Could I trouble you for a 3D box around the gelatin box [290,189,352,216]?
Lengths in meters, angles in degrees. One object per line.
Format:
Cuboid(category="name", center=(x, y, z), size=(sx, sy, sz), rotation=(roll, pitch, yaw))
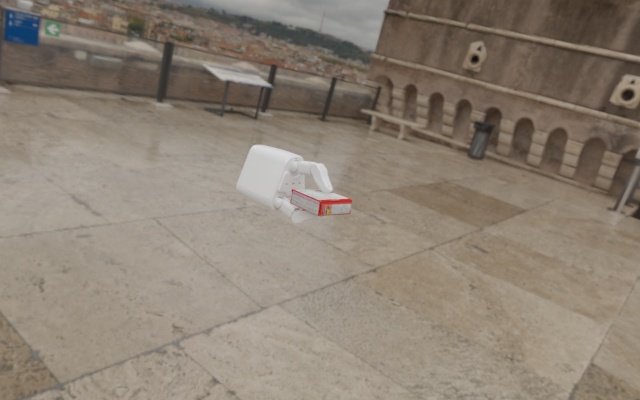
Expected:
Cuboid(category="gelatin box", center=(0.000, 0.002, 0.851), size=(0.073, 0.030, 0.089), rotation=(-2, 15, -39))
